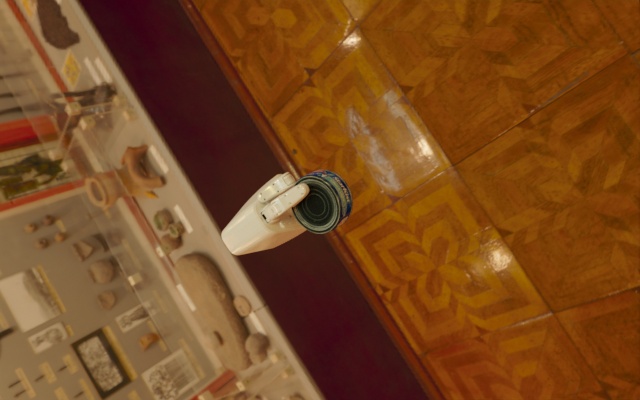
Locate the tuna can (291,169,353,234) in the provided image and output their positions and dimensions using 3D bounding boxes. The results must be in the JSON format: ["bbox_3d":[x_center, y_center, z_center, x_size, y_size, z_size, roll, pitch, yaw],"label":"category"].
[{"bbox_3d":[0.000,0.002,0.664,0.086,0.086,0.033,0,16,34],"label":"tuna can"}]
